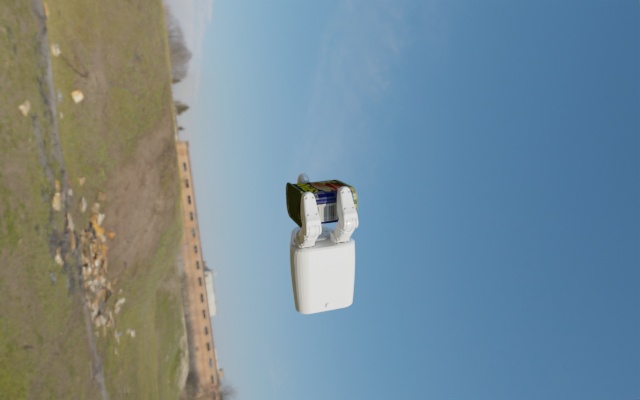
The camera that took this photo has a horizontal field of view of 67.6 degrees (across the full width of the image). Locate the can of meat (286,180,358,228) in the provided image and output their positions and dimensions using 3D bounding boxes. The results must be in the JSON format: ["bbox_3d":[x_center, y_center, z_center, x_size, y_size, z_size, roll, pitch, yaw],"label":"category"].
[{"bbox_3d":[0.000,0.002,0.728,0.084,0.057,0.102,-6,14,-17],"label":"can of meat"}]
